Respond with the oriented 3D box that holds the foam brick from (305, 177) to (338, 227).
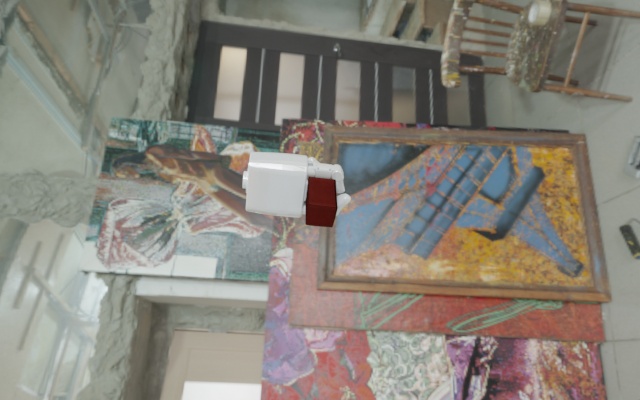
[{"bbox_3d":[0.000,0.003,0.864,0.051,0.053,0.078,6,42,-7],"label":"foam brick"}]
